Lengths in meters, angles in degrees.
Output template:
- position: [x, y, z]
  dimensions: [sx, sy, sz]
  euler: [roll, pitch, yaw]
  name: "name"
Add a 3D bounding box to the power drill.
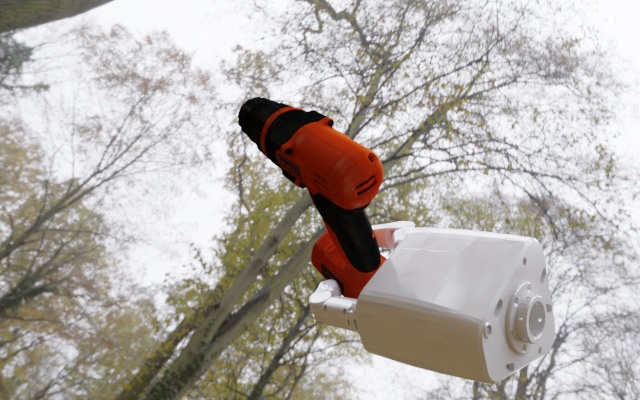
- position: [0.000, 0.002, 0.439]
  dimensions: [0.057, 0.188, 0.184]
  euler: [-35, 41, -14]
  name: "power drill"
